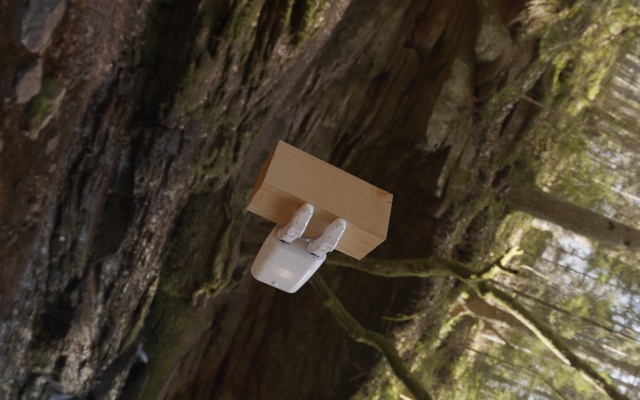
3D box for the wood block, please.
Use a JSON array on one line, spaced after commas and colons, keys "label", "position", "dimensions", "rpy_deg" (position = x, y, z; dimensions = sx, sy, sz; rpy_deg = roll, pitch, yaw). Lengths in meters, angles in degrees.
[{"label": "wood block", "position": [0.000, 0.003, 0.763], "dimensions": [0.206, 0.090, 0.090], "rpy_deg": [25, -38, -13]}]
